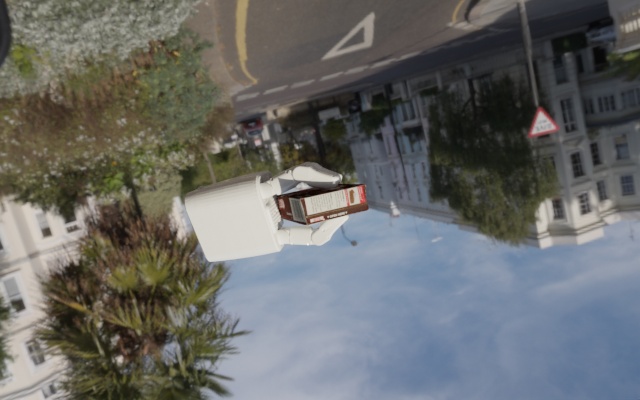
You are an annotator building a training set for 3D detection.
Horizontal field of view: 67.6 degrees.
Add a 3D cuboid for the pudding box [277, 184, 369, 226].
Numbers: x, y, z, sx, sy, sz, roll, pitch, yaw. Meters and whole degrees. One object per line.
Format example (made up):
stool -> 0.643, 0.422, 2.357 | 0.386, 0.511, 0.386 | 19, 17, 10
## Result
pudding box -> 0.000, 0.002, 0.640 | 0.090, 0.039, 0.113 | -14, 9, -19
